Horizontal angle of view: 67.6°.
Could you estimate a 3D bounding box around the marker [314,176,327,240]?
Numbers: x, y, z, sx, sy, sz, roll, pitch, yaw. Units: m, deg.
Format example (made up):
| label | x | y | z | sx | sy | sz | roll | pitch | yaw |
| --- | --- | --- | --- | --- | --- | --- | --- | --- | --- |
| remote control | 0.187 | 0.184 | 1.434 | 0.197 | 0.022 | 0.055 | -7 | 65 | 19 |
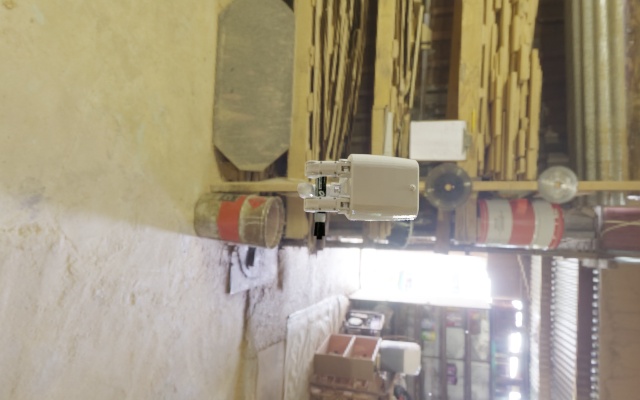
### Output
| label | x | y | z | sx | sy | sz | roll | pitch | yaw |
| --- | --- | --- | --- | --- | --- | --- | --- | --- | --- |
| marker | 0.000 | 0.003 | 0.771 | 0.020 | 0.121 | 0.020 | 2 | -4 | 0 |
